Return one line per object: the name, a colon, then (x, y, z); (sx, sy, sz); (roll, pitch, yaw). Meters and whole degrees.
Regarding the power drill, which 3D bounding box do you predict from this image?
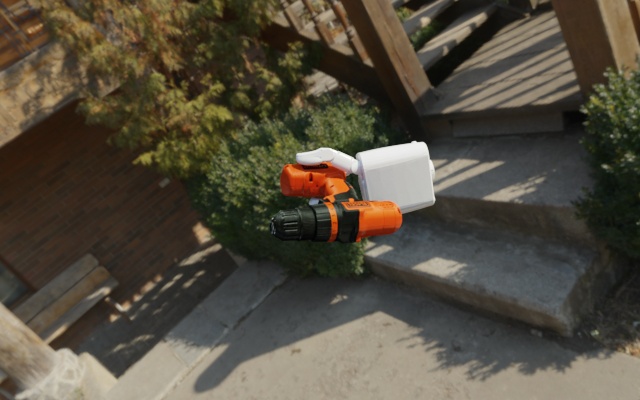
power drill: (0.000, 0.002, 0.697); (0.184, 0.057, 0.187); (-2, 26, -20)
